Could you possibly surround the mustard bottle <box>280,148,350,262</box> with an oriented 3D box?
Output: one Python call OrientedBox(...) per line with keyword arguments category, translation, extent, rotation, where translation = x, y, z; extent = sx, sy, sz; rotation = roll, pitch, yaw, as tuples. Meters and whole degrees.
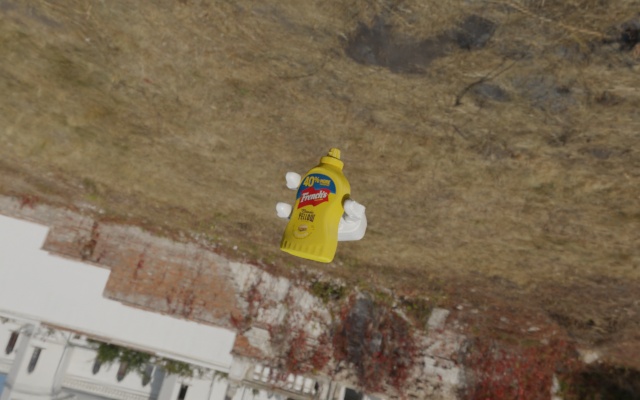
OrientedBox(category="mustard bottle", translation=(0.000, 0.003, 0.805), extent=(0.096, 0.191, 0.058), rotation=(7, -15, 39))
